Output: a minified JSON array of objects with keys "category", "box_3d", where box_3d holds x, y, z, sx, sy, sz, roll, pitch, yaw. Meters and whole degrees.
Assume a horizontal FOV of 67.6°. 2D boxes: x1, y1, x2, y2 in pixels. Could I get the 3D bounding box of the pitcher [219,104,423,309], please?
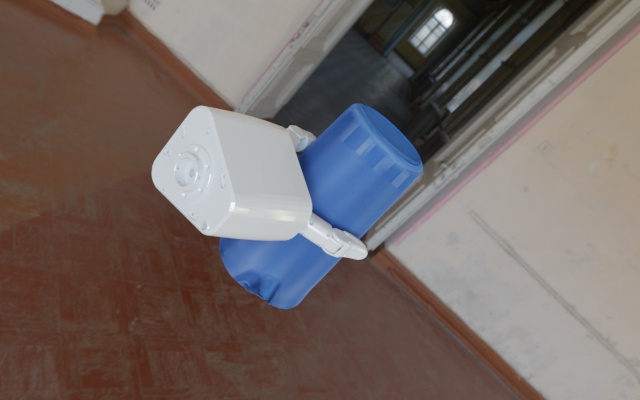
[{"category":"pitcher","box_3d":[0.000,0.002,0.575,0.243,0.149,0.145,-46,-29,23]}]
